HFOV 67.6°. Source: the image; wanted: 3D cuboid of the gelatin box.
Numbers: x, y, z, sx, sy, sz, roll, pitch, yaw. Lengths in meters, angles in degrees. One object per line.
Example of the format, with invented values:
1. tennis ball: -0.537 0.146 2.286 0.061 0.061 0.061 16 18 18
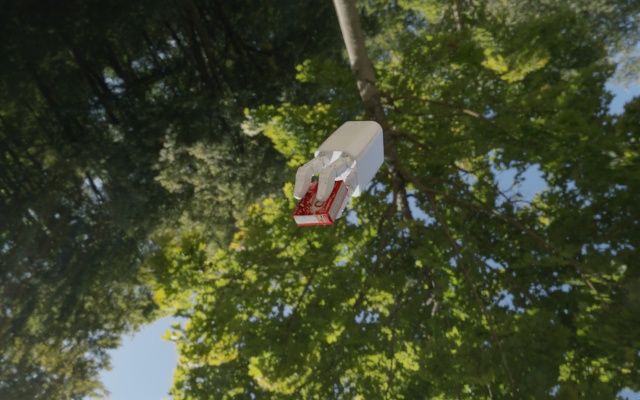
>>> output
1. gelatin box: 0.000 0.003 0.847 0.073 0.030 0.089 -4 42 31
